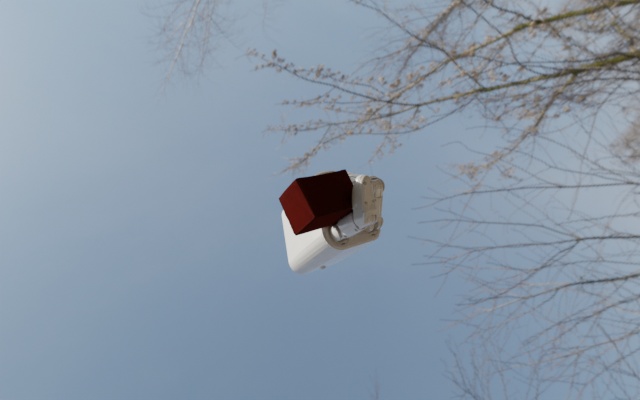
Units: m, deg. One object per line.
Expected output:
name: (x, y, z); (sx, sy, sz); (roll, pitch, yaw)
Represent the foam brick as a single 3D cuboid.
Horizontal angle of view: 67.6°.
foam brick: (0.000, 0.002, 0.569); (0.078, 0.053, 0.051); (-12, -19, -39)
